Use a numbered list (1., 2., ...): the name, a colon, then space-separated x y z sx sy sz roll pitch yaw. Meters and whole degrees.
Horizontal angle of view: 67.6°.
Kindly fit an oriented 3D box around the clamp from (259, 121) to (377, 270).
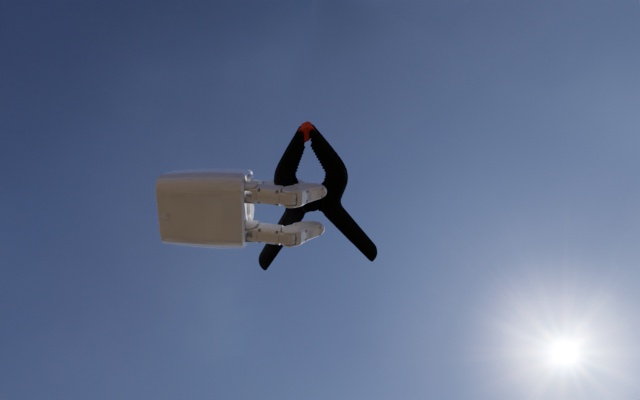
1. clamp: 0.000 0.001 0.630 0.164 0.210 0.036 1 25 -4
